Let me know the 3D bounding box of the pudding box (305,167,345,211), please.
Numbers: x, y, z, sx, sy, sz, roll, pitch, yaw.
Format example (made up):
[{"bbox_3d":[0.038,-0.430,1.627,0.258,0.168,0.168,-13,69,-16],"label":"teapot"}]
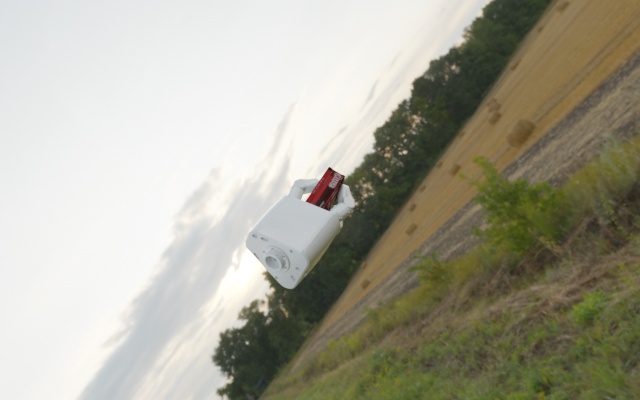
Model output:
[{"bbox_3d":[0.000,0.003,0.847,0.039,0.090,0.113,34,-20,4],"label":"pudding box"}]
